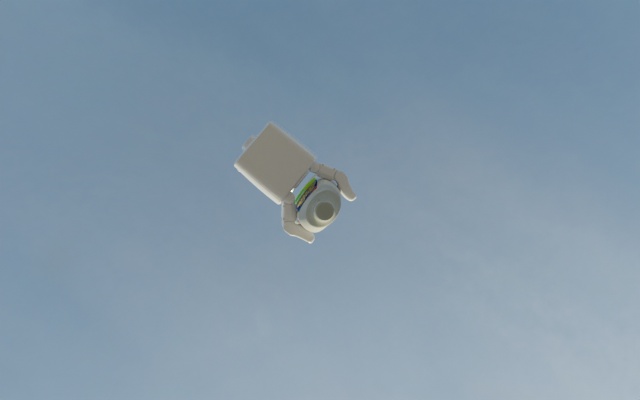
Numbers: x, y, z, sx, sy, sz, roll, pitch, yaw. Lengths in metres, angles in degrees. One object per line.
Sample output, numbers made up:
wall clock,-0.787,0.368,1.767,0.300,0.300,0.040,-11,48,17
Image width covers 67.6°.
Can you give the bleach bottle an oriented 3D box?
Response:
bleach bottle,0.000,0.003,0.844,0.068,0.102,0.251,39,-1,-6
